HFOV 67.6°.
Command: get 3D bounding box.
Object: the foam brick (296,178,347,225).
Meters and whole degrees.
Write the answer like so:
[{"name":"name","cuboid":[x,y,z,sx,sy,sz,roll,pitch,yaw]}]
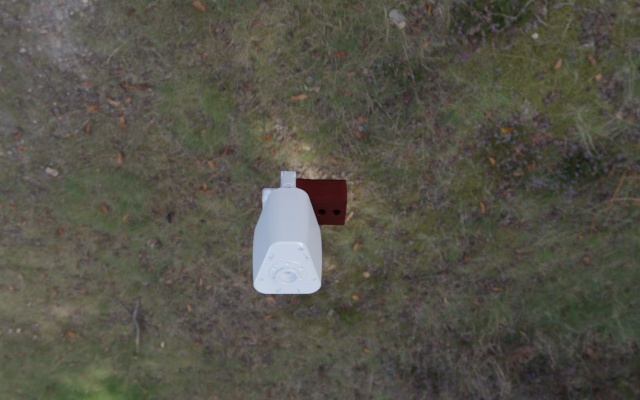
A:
[{"name":"foam brick","cuboid":[0.000,0.002,0.726,0.078,0.053,0.051,1,40,-4]}]
